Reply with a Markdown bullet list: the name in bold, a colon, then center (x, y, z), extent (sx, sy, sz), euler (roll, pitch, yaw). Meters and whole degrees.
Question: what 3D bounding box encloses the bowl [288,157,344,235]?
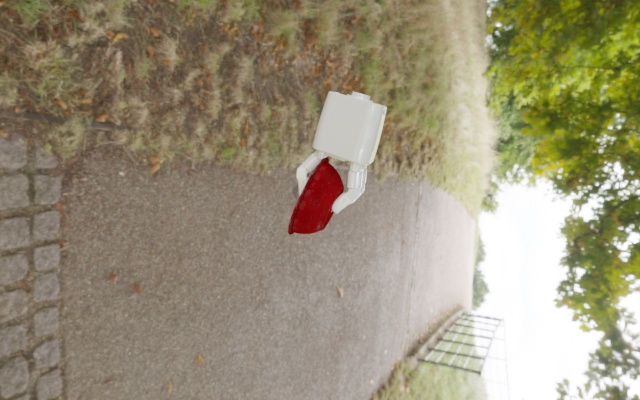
- **bowl**: center (0.000, 0.004, 0.894), extent (0.055, 0.162, 0.162), euler (27, 4, 7)
